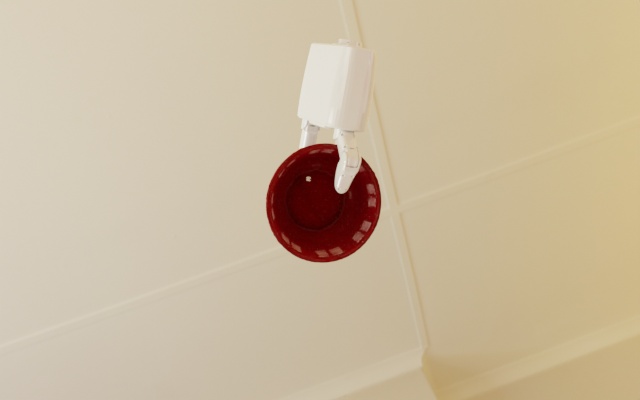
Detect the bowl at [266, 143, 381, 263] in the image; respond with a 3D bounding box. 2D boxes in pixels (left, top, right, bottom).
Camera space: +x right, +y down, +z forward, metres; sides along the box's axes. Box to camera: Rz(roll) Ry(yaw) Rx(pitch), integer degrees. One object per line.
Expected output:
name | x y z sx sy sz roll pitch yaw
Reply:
bowl | 0.000 0.003 0.663 0.162 0.162 0.055 0 5 -16
